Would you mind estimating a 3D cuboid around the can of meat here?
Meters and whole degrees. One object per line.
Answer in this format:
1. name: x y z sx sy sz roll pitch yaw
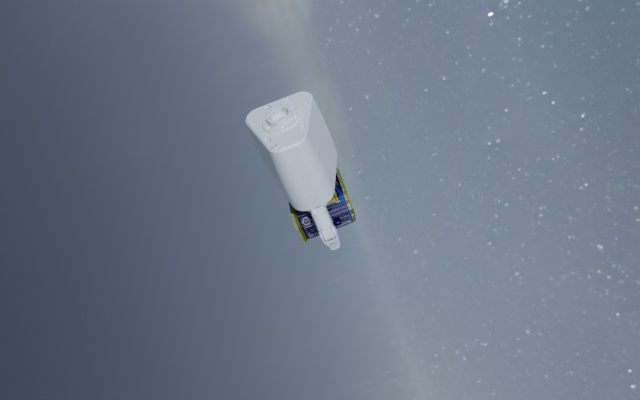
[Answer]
1. can of meat: 0.000 0.002 0.700 0.084 0.057 0.102 -21 41 4
